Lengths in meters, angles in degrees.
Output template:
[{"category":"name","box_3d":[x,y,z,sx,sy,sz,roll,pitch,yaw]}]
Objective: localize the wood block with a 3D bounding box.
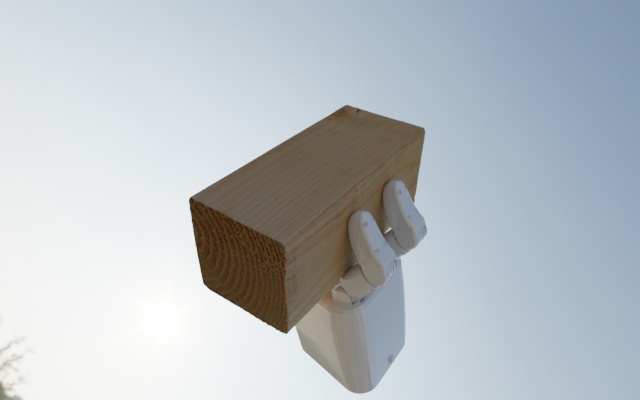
[{"category":"wood block","box_3d":[0.000,0.002,0.411,0.091,0.090,0.206,22,40,28]}]
